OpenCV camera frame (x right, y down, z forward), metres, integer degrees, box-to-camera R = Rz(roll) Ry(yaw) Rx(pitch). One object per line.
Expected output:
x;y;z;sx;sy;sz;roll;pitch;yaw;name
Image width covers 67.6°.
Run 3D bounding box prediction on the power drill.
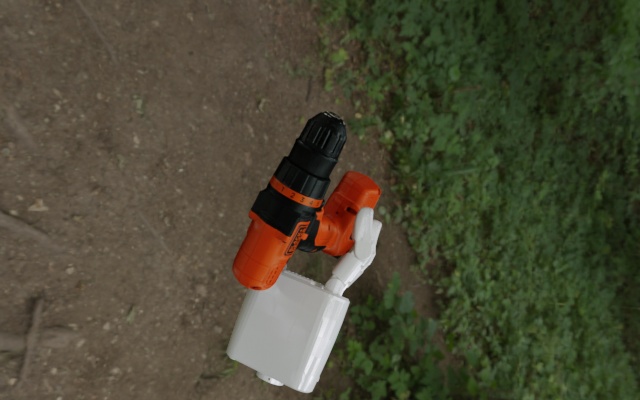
0.000;0.002;0.509;0.057;0.184;0.187;36;15;23;power drill
